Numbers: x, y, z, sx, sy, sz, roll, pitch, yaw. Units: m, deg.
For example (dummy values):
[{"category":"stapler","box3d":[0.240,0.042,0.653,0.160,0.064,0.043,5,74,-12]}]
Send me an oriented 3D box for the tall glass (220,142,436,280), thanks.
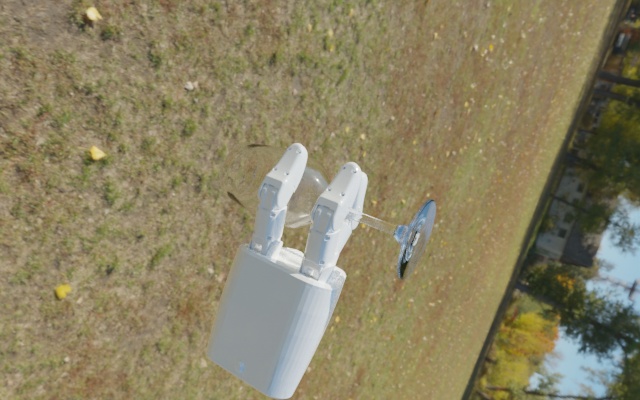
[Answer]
[{"category":"tall glass","box3d":[0.001,0.002,0.453,0.201,0.079,0.079,22,10,25]}]
